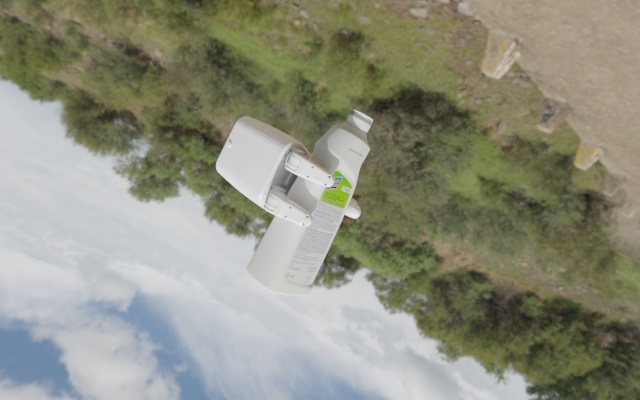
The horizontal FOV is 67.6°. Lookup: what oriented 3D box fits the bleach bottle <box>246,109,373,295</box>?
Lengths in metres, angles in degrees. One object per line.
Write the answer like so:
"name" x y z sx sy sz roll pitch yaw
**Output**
"bleach bottle" 0.000 0.002 0.628 0.068 0.251 0.102 33 8 33
